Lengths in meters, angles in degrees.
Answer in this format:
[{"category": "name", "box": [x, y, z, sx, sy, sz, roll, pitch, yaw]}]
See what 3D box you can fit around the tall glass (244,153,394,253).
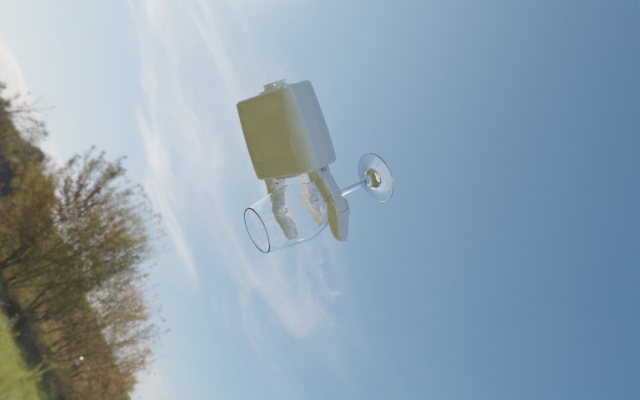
[{"category": "tall glass", "box": [0.001, 0.002, 0.638, 0.201, 0.079, 0.079, -24, 12, -29]}]
